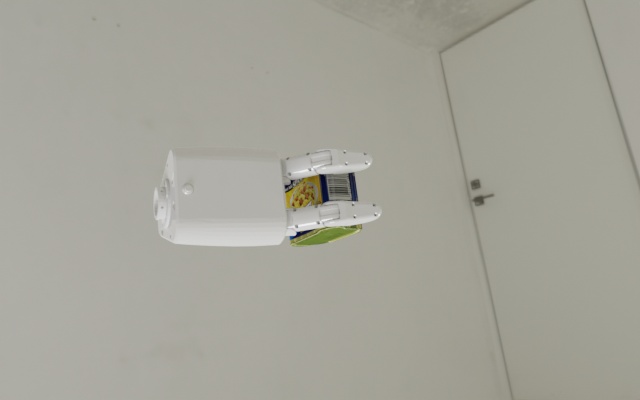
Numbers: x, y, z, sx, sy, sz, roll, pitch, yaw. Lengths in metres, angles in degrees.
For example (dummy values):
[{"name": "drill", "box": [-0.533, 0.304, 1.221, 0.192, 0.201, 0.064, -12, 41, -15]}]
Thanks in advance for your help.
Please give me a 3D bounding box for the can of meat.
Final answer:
[{"name": "can of meat", "box": [0.000, 0.002, 0.535, 0.057, 0.084, 0.102, 2, -17, -31]}]
